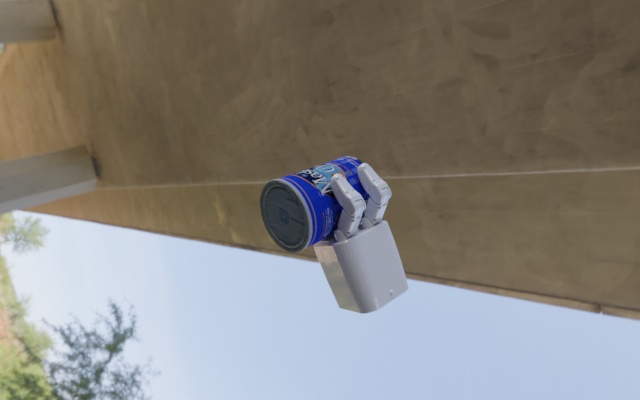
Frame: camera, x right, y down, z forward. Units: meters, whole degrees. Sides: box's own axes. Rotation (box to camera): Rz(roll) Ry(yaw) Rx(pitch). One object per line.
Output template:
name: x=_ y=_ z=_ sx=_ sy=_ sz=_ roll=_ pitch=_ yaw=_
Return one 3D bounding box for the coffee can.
coffee can: x=0.000 y=0.002 z=0.681 sx=0.140 sy=0.103 sz=0.103 roll=-22 pitch=14 yaw=-39
